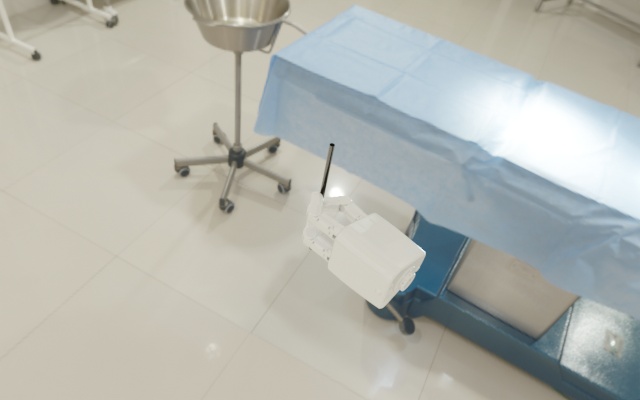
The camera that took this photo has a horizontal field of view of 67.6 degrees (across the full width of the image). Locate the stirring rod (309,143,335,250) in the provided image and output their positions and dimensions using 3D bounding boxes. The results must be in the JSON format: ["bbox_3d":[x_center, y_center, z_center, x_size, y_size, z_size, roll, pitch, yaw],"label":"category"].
[{"bbox_3d":[0.000,0.003,0.782,0.011,0.011,0.240,0,-44,-11],"label":"stirring rod"}]
